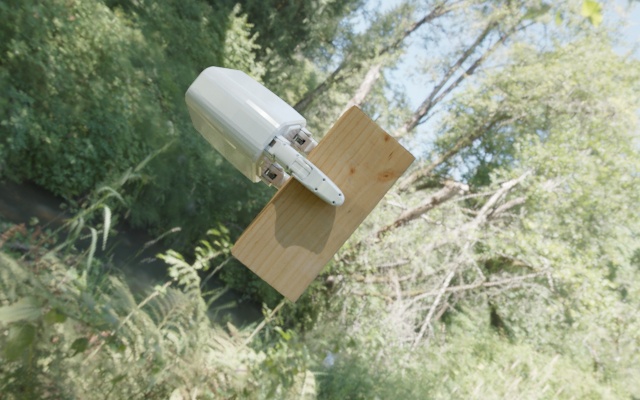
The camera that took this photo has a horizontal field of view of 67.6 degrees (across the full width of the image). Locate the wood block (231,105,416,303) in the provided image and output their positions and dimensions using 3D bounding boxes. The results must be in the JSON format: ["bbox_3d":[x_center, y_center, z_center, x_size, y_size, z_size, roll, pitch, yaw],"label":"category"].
[{"bbox_3d":[0.000,0.001,0.550,0.090,0.206,0.091,40,1,-7],"label":"wood block"}]
